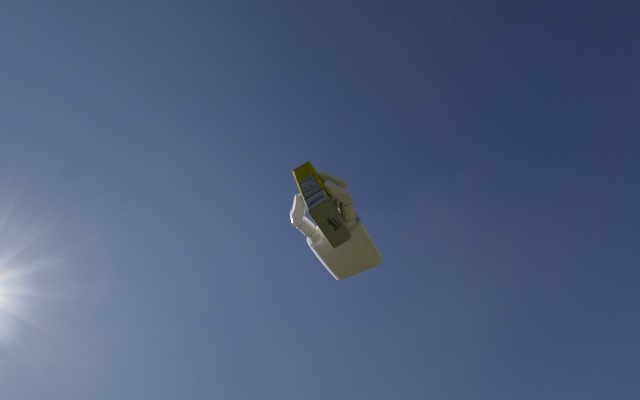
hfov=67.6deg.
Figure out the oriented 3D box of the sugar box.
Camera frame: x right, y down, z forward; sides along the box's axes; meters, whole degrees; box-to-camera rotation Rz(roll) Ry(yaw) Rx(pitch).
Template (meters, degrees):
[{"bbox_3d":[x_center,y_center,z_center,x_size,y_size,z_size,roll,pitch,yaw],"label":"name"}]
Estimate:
[{"bbox_3d":[0.001,0.003,0.871,0.048,0.093,0.176,-33,29,2],"label":"sugar box"}]
